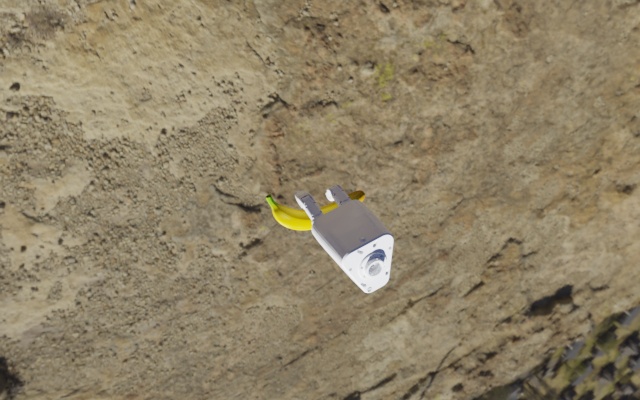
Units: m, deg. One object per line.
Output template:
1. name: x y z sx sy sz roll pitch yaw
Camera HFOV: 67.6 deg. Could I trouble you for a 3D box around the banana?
1. banana: -0.005 0.020 0.887 0.198 0.070 0.037 -4 25 -25
